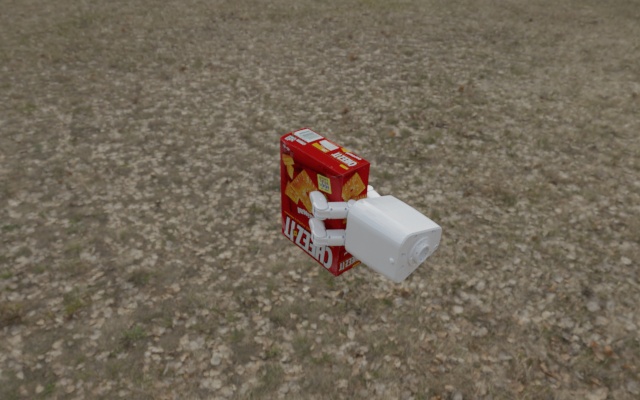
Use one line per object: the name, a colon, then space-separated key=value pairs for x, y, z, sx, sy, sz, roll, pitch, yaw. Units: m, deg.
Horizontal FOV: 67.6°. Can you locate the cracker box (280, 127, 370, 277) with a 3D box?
cracker box: x=0.000 y=0.003 z=0.837 sx=0.072 sy=0.214 sz=0.164 roll=-24 pitch=42 yaw=-34
